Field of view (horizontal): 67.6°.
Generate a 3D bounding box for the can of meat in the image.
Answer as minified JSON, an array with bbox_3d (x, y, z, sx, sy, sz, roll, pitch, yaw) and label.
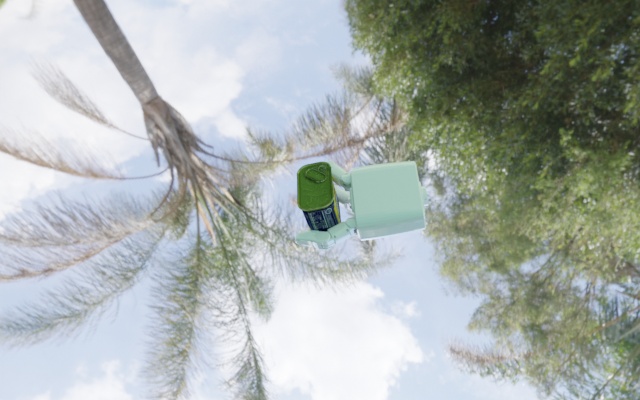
[{"bbox_3d":[0.000,0.003,0.774,0.057,0.102,0.084,-11,-44,8],"label":"can of meat"}]
